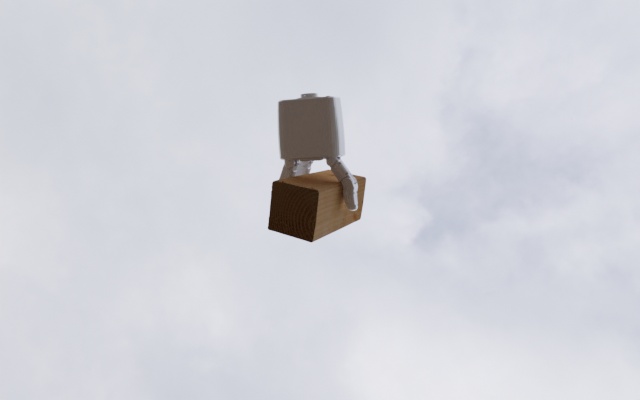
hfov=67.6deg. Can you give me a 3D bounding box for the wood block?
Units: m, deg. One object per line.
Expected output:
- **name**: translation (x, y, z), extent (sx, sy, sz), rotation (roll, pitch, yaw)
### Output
- **wood block**: translation (0.001, 0.003, 0.875), extent (0.091, 0.090, 0.206), rotation (14, 15, 25)
